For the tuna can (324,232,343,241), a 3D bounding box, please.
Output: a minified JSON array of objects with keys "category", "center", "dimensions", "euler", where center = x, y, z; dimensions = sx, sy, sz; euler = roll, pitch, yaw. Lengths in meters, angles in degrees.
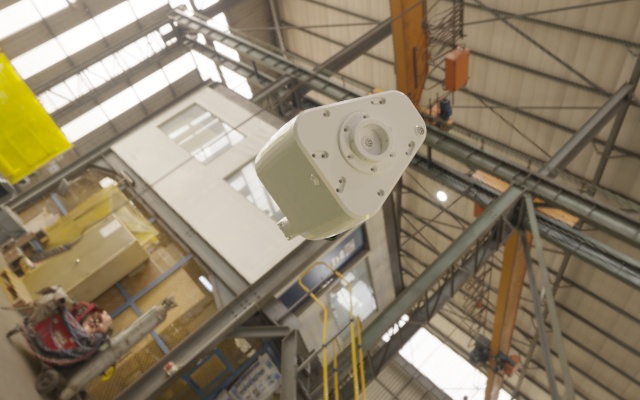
[{"category":"tuna can","center":[0.000,0.001,0.538],"dimensions":[0.033,0.086,0.086],"euler":[-40,20,-26]}]
